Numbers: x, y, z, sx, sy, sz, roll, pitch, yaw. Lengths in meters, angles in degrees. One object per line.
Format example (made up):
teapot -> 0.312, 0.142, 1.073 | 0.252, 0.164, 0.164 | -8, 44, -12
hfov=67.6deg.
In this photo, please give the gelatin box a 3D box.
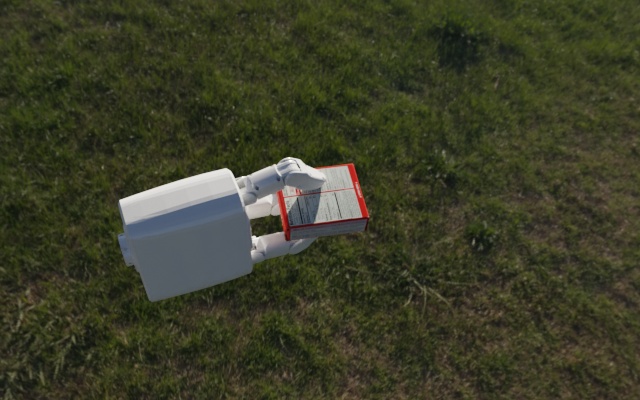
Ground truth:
gelatin box -> 0.000, 0.001, 0.510 | 0.089, 0.073, 0.030 | -8, -34, -9
